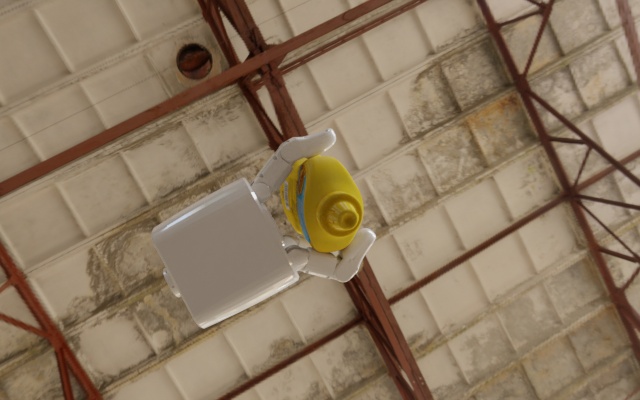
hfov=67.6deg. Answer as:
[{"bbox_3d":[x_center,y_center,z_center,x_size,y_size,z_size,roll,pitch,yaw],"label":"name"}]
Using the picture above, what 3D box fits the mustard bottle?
[{"bbox_3d":[0.000,0.001,0.494,0.058,0.096,0.191,-4,10,-13],"label":"mustard bottle"}]
